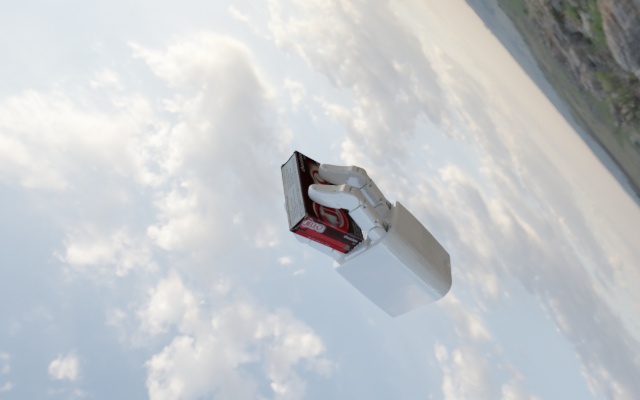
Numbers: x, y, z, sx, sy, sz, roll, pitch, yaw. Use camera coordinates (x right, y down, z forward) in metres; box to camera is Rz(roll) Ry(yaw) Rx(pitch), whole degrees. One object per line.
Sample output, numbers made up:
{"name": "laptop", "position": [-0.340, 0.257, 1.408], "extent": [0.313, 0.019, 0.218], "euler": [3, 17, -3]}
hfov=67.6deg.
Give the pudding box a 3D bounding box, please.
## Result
{"name": "pudding box", "position": [0.000, 0.002, 0.588], "extent": [0.090, 0.113, 0.039], "euler": [26, -56, -34]}
